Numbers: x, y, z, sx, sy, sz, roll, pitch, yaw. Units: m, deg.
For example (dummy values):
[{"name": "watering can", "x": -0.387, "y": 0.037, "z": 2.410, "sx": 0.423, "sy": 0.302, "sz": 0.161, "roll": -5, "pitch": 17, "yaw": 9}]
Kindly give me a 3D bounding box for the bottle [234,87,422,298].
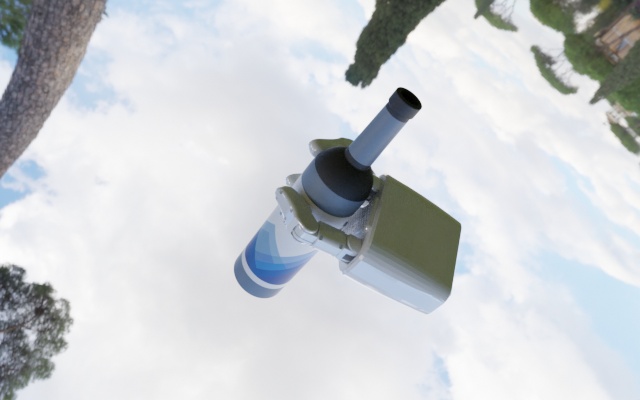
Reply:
[{"name": "bottle", "x": 0.000, "y": 0.002, "z": 0.494, "sx": 0.069, "sy": 0.069, "sz": 0.296, "roll": 0, "pitch": -37, "yaw": -40}]
